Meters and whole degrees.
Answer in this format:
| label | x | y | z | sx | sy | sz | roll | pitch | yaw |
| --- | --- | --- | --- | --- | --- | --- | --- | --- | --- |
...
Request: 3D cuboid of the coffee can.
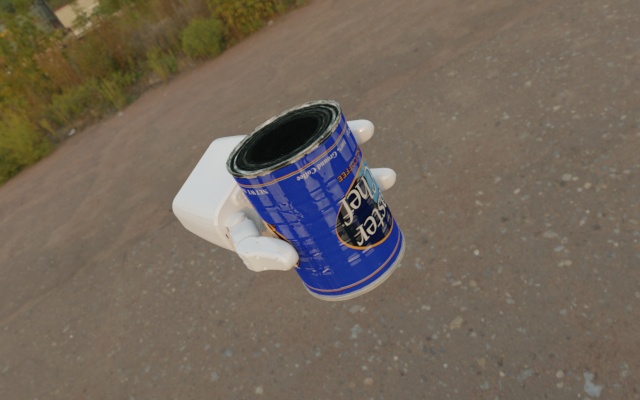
| label | x | y | z | sx | sy | sz | roll | pitch | yaw |
| --- | --- | --- | --- | --- | --- | --- | --- | --- | --- |
| coffee can | 0.000 | 0.002 | 0.409 | 0.103 | 0.140 | 0.102 | -22 | 30 | 14 |
